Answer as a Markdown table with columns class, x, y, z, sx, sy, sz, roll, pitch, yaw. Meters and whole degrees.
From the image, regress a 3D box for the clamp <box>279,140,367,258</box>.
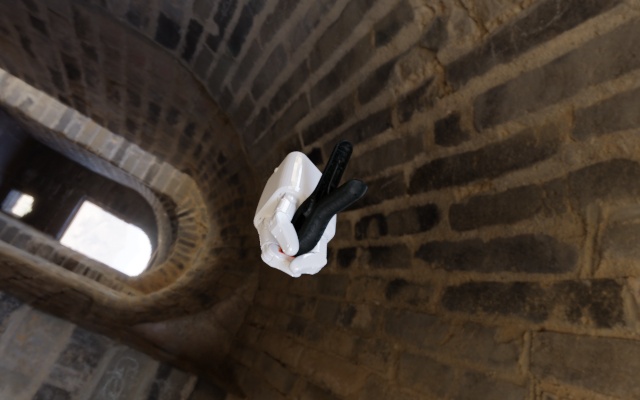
| class | x | y | z | sx | sy | sz | roll | pitch | yaw |
| --- | --- | --- | --- | --- | --- | --- | --- | --- | --- |
| clamp | 0.001 | 0.002 | 0.624 | 0.039 | 0.171 | 0.120 | 31 | 33 | -17 |
